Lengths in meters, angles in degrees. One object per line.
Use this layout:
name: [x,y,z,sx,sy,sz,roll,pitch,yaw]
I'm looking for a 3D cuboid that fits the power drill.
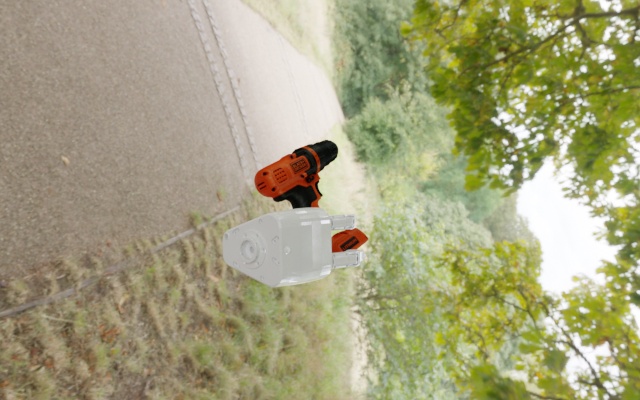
power drill: [0.000,0.003,0.768,0.184,0.187,0.057,-32,3,-43]
